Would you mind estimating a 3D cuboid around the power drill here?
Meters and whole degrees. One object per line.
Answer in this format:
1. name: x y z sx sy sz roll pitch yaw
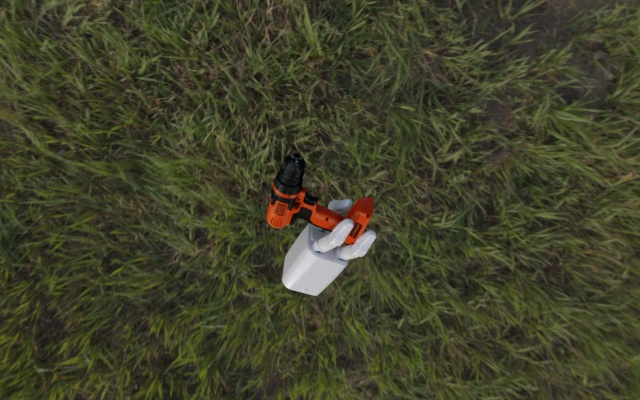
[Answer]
1. power drill: 0.000 0.003 0.886 0.187 0.057 0.185 19 -42 -3
